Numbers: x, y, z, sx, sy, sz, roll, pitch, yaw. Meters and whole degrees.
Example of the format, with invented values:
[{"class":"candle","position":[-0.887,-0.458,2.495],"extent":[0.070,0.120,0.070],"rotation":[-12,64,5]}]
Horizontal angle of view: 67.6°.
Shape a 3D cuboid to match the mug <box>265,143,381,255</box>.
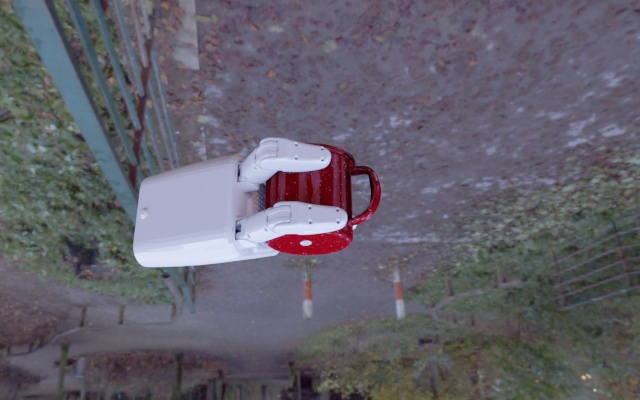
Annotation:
[{"class":"mug","position":[0.001,0.001,0.446],"extent":[0.117,0.081,0.093],"rotation":[-9,-23,20]}]
